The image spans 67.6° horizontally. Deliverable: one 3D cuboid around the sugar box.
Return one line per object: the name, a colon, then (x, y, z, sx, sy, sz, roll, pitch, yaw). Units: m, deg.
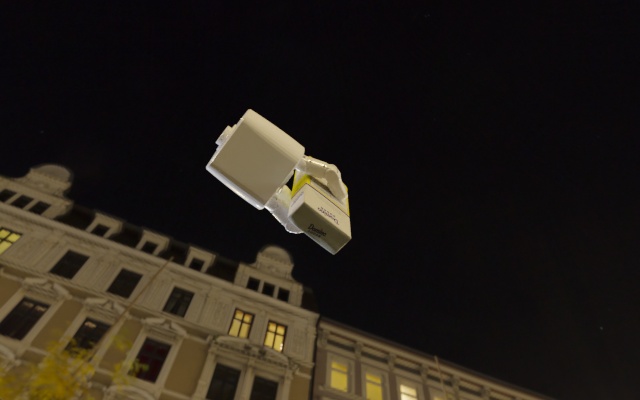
sugar box: (0.000, 0.003, 0.759, 0.093, 0.048, 0.176, 39, 24, -16)
